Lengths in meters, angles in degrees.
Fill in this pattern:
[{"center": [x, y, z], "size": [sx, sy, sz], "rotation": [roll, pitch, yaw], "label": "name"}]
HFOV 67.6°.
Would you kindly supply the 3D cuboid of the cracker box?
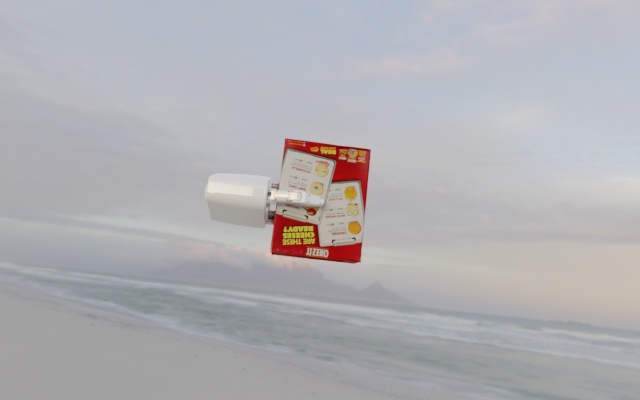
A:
[{"center": [0.000, 0.003, 0.890], "size": [0.164, 0.213, 0.072], "rotation": [7, -11, -3], "label": "cracker box"}]
